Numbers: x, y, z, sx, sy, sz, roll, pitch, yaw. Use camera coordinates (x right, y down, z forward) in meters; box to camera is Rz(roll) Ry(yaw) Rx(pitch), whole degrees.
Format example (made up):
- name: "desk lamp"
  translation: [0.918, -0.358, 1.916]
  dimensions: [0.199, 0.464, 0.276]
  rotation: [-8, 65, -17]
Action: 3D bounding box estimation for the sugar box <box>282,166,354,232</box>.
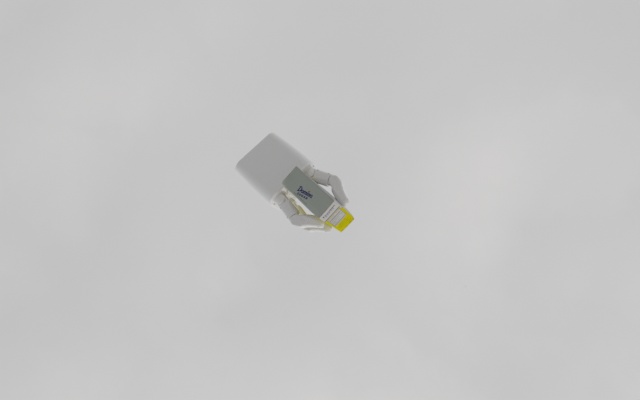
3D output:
- name: "sugar box"
  translation: [0.000, 0.003, 0.854]
  dimensions: [0.093, 0.048, 0.176]
  rotation: [42, 4, 19]
